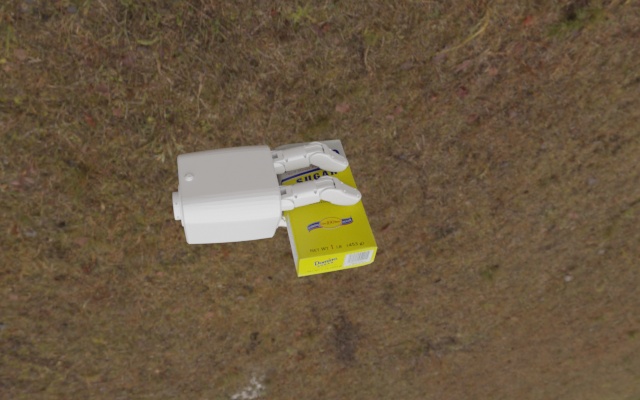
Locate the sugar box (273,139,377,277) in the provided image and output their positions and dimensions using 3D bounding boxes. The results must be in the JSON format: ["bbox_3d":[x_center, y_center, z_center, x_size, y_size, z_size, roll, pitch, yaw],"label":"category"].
[{"bbox_3d":[0.000,0.002,0.590,0.093,0.176,0.048,-8,-35,-12],"label":"sugar box"}]
